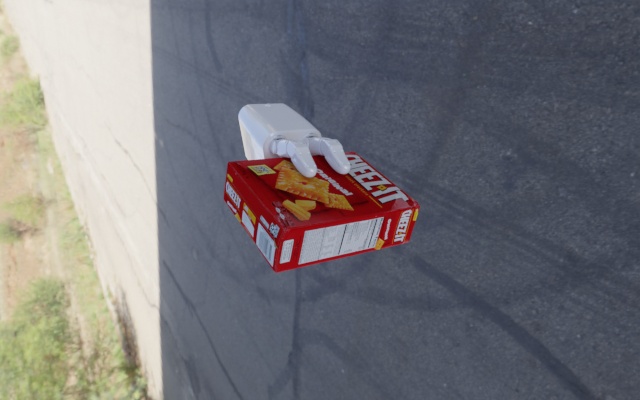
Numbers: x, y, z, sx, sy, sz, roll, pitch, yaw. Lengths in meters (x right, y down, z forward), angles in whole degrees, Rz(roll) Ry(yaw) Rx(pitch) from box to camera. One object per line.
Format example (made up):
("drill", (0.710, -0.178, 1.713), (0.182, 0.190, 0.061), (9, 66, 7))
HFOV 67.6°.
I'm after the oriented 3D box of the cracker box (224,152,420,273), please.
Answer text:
("cracker box", (0.000, 0.002, 0.647), (0.213, 0.072, 0.164), (-9, 37, -32))
